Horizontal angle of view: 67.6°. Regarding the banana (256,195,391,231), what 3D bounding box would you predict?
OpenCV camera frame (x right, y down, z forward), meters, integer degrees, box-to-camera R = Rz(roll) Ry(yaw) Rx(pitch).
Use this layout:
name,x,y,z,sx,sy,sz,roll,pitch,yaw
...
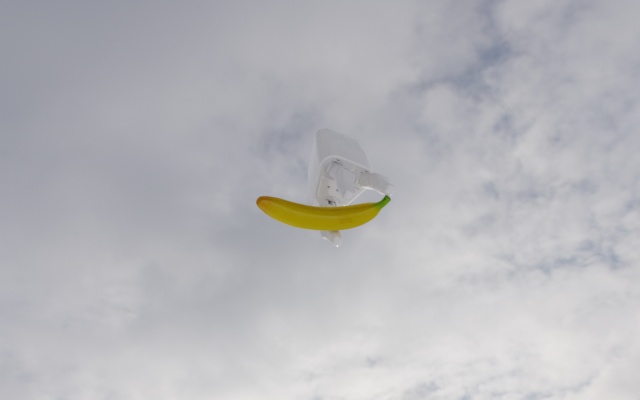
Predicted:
name,x,y,z,sx,sy,sz,roll,pitch,yaw
banana,0.003,0.017,0.722,0.198,0.070,0.037,-2,38,-7
